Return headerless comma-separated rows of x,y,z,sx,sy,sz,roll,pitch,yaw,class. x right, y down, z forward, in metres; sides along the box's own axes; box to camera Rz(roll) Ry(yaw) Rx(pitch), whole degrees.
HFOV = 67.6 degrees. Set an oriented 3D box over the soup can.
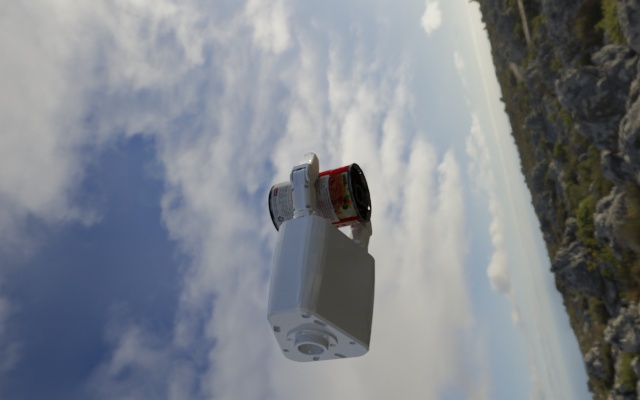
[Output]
0.000,0.001,0.549,0.102,0.068,0.068,-13,-5,21,soup can
